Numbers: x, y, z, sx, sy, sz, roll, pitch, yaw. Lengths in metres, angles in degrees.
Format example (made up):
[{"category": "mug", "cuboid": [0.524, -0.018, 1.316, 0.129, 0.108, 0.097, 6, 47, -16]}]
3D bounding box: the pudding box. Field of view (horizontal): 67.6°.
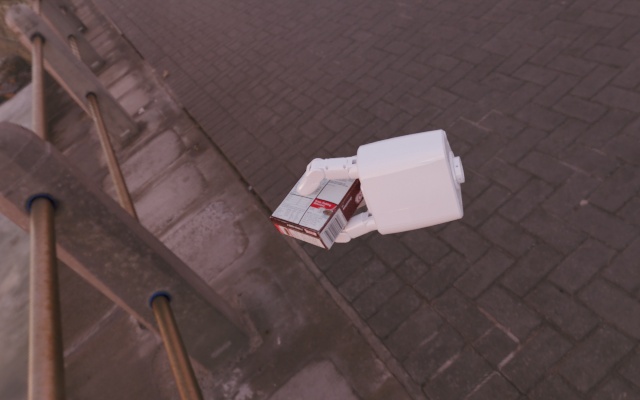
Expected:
[{"category": "pudding box", "cuboid": [0.000, 0.002, 0.642, 0.090, 0.113, 0.039, 15, -33, 38]}]
